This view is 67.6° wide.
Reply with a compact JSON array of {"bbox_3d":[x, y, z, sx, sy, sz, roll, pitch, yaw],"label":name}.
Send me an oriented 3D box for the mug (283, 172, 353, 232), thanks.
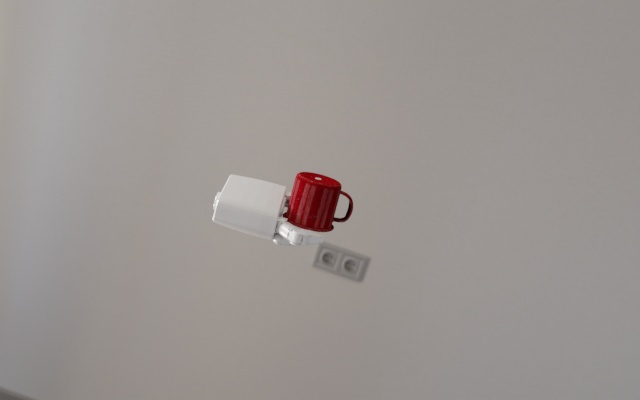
[{"bbox_3d":[0.002,0.003,0.829,0.117,0.081,0.093,14,14,-5],"label":"mug"}]
